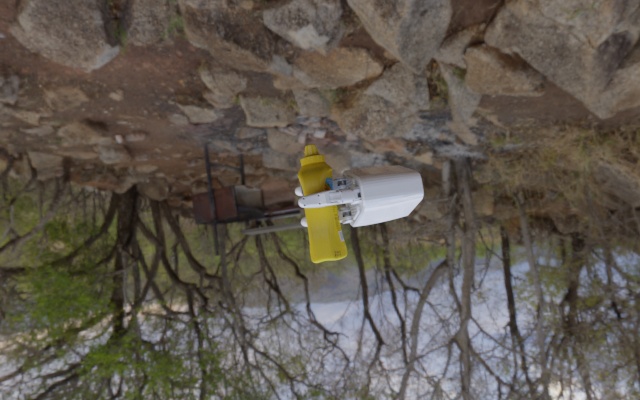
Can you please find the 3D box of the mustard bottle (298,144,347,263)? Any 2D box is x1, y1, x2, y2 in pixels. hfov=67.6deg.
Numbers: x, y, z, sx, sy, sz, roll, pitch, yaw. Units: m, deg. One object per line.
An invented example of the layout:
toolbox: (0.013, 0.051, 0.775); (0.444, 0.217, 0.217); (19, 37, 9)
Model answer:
mustard bottle: (0.000, 0.003, 0.783); (0.058, 0.191, 0.096); (-10, -4, 12)
